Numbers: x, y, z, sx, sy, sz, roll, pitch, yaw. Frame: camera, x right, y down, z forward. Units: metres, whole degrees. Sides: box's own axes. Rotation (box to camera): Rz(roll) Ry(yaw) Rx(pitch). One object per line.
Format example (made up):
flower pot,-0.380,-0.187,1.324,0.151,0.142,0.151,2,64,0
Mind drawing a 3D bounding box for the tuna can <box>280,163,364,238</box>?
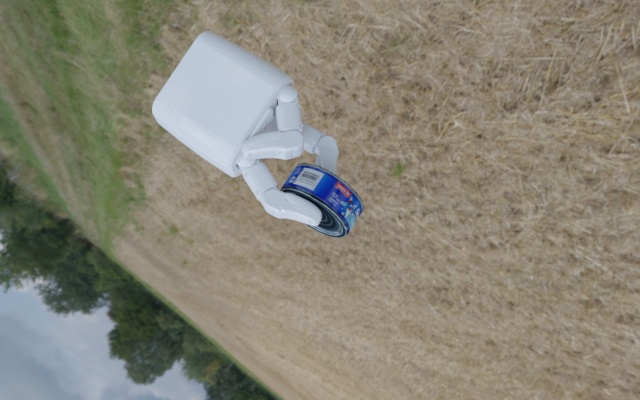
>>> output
tuna can,0.000,0.002,0.500,0.086,0.033,0.086,29,-22,13
